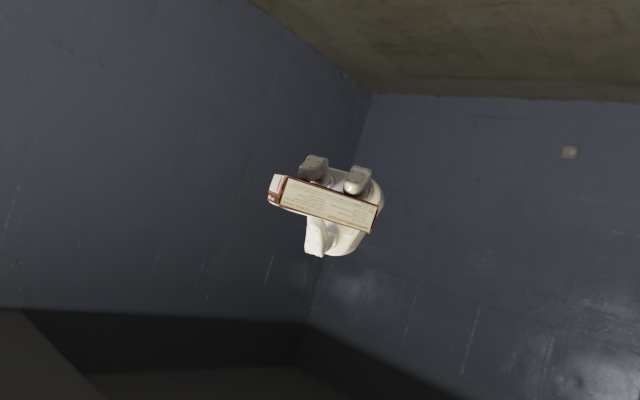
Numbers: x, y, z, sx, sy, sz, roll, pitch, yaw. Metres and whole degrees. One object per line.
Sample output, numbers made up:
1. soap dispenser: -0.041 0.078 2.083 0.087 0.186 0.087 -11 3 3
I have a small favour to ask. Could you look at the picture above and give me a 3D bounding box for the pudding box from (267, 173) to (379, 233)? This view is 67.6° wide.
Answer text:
1. pudding box: 0.000 0.002 0.555 0.113 0.039 0.090 16 0 -14
